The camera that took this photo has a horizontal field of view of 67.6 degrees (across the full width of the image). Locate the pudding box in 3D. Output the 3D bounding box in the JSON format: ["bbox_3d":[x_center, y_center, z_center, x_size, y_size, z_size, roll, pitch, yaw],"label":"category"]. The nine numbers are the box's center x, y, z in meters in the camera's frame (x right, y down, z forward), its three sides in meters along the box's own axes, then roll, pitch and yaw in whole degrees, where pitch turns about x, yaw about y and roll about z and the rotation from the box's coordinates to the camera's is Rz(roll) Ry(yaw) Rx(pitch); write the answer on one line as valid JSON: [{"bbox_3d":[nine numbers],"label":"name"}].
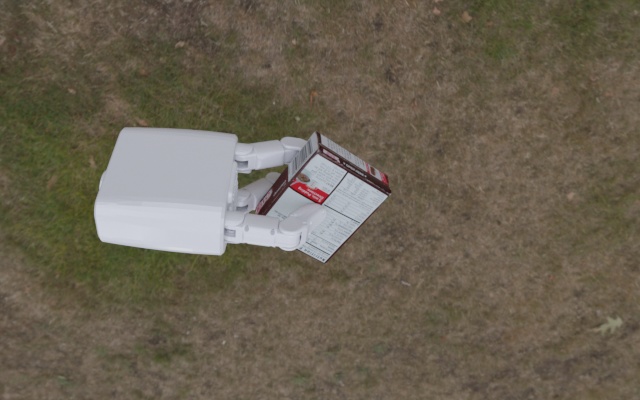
[{"bbox_3d":[0.000,0.002,0.473,0.090,0.113,0.039,29,31,-22],"label":"pudding box"}]
